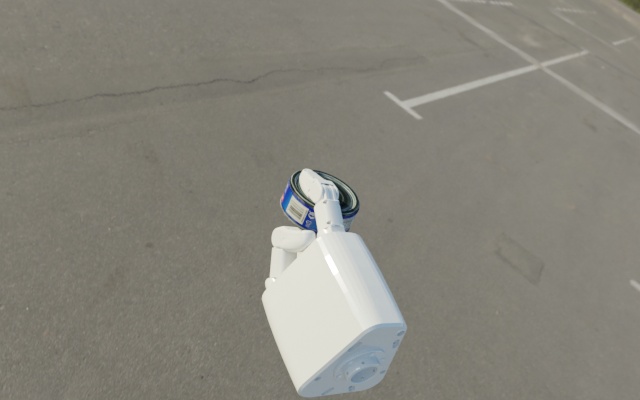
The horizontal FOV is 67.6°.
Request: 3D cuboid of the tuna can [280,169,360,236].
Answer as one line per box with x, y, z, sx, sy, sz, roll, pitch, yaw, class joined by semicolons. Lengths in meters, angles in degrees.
0.000;0.001;0.535;0.086;0.034;0.086;18;31;-11;tuna can
